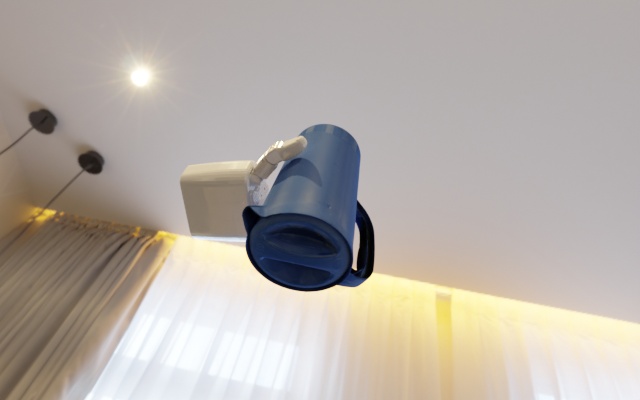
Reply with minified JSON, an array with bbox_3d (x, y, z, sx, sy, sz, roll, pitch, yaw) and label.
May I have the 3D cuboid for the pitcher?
[{"bbox_3d":[0.000,0.002,0.666,0.145,0.149,0.242,-3,37,14],"label":"pitcher"}]
